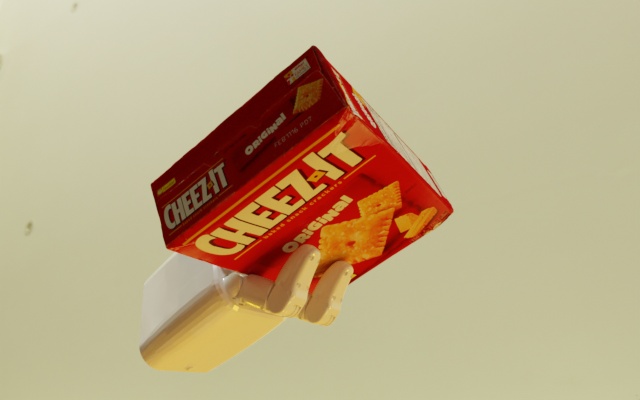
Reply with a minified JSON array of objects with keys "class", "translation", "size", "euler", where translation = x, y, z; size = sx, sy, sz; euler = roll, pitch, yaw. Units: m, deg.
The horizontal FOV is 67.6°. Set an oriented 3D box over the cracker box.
[{"class":"cracker box","translation":[0.000,0.001,0.403],"size":[0.164,0.072,0.214],"euler":[-37,-35,16]}]
